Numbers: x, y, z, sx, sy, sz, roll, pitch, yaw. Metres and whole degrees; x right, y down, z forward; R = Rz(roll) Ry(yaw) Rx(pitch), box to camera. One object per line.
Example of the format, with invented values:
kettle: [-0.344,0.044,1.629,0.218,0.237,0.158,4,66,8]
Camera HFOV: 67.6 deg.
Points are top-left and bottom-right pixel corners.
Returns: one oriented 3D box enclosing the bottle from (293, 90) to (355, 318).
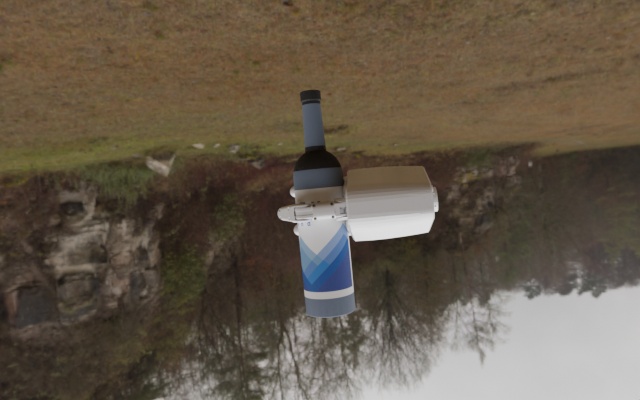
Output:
bottle: [0.000,0.002,0.638,0.069,0.296,0.069,-5,2,0]
